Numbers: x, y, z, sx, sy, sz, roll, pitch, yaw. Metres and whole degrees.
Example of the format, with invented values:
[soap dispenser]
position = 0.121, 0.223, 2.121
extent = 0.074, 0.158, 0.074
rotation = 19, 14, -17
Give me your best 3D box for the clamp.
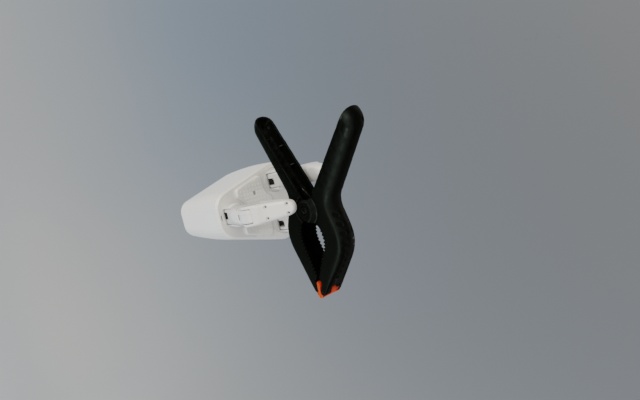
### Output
[clamp]
position = -0.001, 0.002, 0.504
extent = 0.036, 0.210, 0.164
rotation = -18, 8, -37
